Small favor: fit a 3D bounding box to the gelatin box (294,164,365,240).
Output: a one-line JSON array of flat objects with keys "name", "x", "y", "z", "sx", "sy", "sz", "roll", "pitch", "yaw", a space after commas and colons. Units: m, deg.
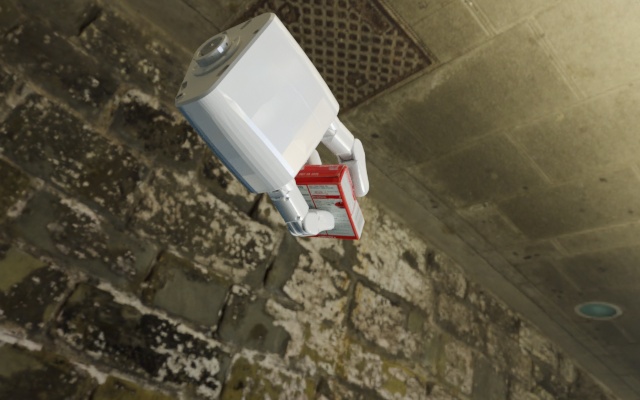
[{"name": "gelatin box", "x": 0.000, "y": 0.002, "z": 0.499, "sx": 0.073, "sy": 0.030, "sz": 0.089, "roll": 1, "pitch": -43, "yaw": 24}]
